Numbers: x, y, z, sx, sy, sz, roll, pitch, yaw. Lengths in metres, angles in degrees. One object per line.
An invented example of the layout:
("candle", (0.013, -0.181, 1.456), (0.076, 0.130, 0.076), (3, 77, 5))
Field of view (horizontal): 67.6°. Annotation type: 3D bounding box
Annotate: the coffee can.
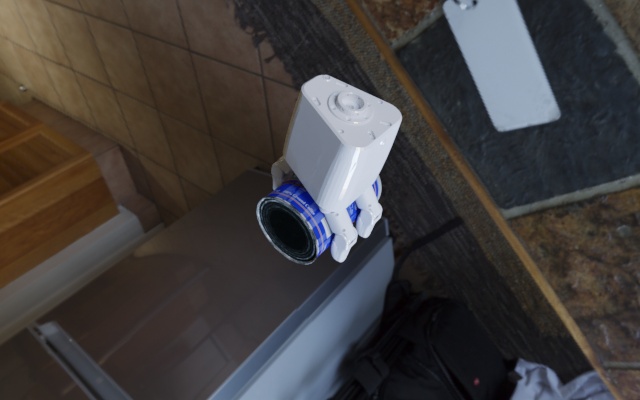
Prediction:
("coffee can", (0.000, 0.002, 0.635), (0.103, 0.103, 0.140), (0, 32, 48))
